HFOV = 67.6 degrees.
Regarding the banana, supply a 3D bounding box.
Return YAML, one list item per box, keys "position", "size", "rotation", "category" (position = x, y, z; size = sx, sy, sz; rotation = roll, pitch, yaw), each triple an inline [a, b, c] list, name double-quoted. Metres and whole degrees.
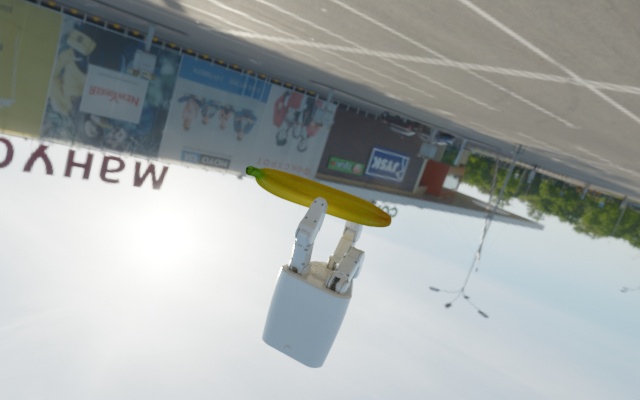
- position: [-0.004, -0.003, 0.634]
  size: [0.198, 0.037, 0.069]
  rotation: [18, 10, -5]
  category: "banana"
